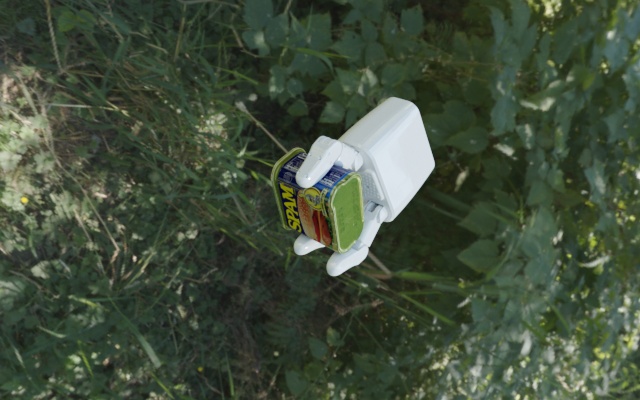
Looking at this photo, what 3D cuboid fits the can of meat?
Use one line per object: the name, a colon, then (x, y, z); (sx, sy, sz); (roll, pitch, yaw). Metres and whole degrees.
can of meat: (0.000, 0.002, 0.532); (0.084, 0.102, 0.057); (24, 51, 32)
